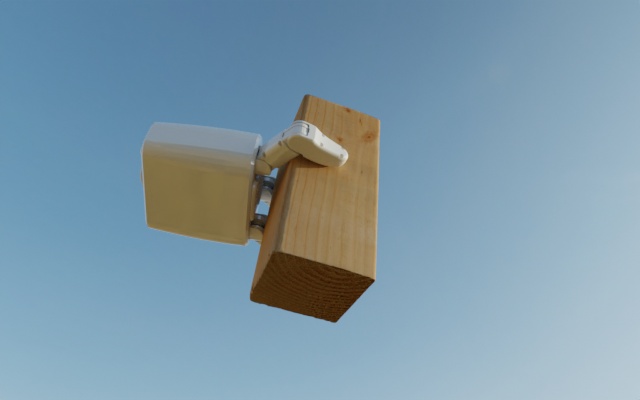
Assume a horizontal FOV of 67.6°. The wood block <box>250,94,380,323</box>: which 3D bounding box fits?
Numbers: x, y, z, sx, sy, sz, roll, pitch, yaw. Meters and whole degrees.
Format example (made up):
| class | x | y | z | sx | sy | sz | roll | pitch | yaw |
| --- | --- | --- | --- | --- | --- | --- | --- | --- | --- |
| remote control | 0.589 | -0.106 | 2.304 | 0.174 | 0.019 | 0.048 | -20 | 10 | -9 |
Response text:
| class | x | y | z | sx | sy | sz | roll | pitch | yaw |
| --- | --- | --- | --- | --- | --- | --- | --- | --- | --- |
| wood block | 0.000 | 0.001 | 0.478 | 0.090 | 0.206 | 0.091 | 17 | -42 | -11 |
